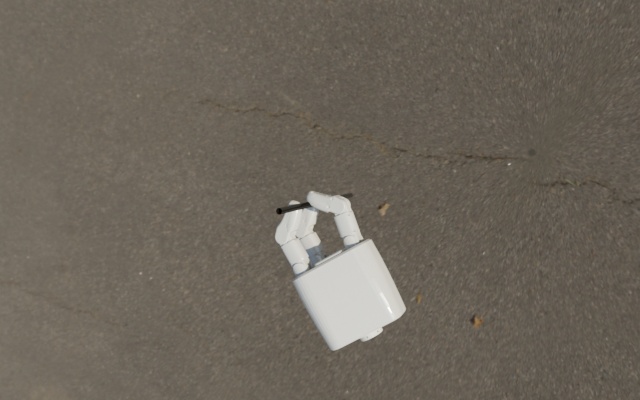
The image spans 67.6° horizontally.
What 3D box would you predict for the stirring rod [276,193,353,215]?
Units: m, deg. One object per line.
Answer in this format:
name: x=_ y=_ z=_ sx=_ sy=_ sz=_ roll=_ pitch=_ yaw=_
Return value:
stirring rod: x=0.000 y=0.002 z=0.678 sx=0.011 sy=0.011 sz=0.239 roll=0 pitch=5 yaw=24
